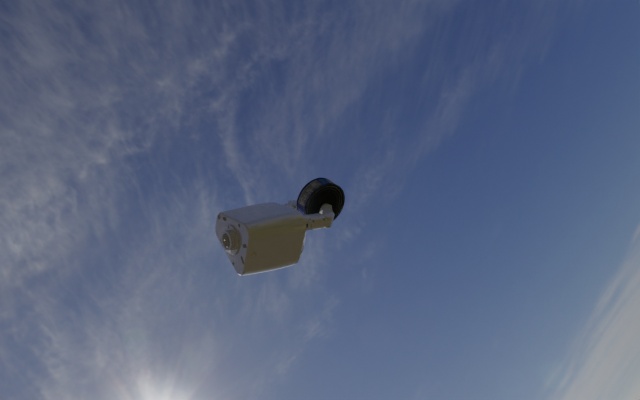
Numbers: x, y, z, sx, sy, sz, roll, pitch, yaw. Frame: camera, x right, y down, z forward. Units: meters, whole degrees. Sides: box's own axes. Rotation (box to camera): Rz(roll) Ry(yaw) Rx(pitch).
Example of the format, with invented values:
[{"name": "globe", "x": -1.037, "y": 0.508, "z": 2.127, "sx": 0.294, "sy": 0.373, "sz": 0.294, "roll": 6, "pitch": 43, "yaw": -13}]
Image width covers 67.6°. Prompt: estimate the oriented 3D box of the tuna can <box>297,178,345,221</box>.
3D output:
[{"name": "tuna can", "x": 0.000, "y": 0.003, "z": 0.864, "sx": 0.086, "sy": 0.086, "sz": 0.033, "roll": 0, "pitch": 26, "yaw": -39}]
